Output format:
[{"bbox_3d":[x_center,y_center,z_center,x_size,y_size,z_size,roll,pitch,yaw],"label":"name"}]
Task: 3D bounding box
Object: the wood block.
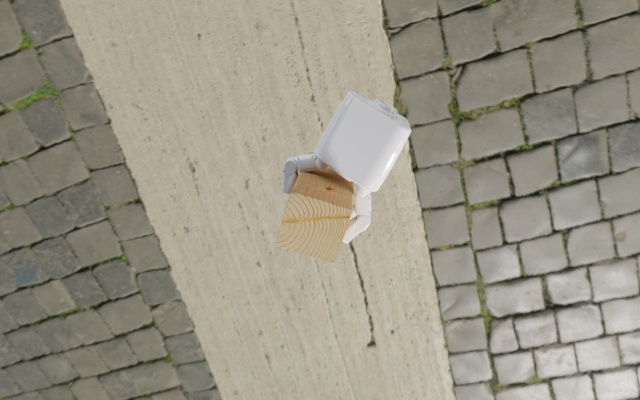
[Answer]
[{"bbox_3d":[0.000,0.002,0.757,0.091,0.090,0.206,17,22,0],"label":"wood block"}]
